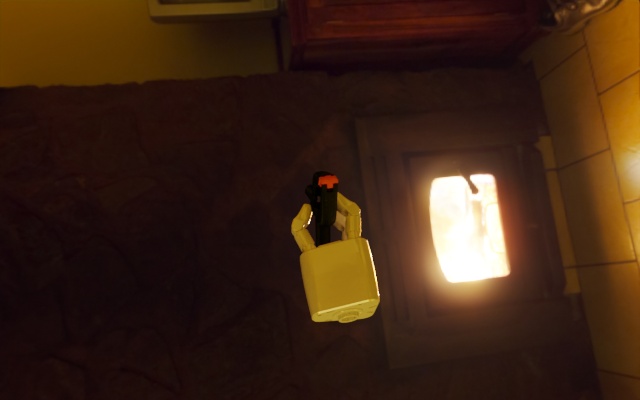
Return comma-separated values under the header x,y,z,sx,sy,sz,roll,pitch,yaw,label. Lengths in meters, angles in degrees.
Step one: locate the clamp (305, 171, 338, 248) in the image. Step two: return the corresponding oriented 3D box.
x,y,z,sx,sy,sz,roll,pitch,yaw,label
-0.001,0.003,0.828,0.036,0.164,0.210,-7,-30,-9,clamp
